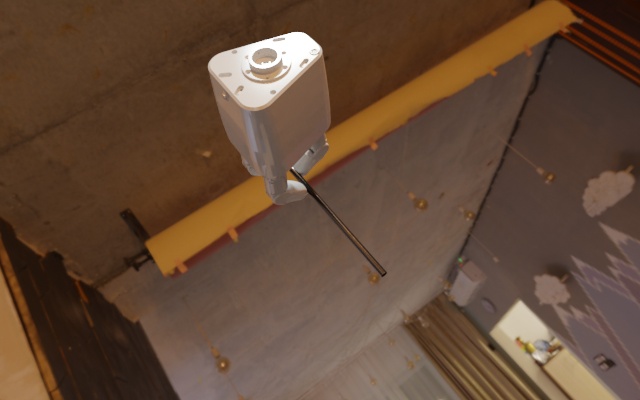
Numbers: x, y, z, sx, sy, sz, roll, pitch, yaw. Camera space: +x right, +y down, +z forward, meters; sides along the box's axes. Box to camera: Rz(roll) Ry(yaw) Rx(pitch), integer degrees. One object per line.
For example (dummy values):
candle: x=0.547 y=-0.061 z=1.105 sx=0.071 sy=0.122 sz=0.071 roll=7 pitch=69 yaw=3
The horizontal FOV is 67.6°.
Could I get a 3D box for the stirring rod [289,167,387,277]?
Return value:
stirring rod: x=0.000 y=0.002 z=0.582 sx=0.011 sy=0.011 sz=0.239 roll=0 pitch=42 yaw=-52
